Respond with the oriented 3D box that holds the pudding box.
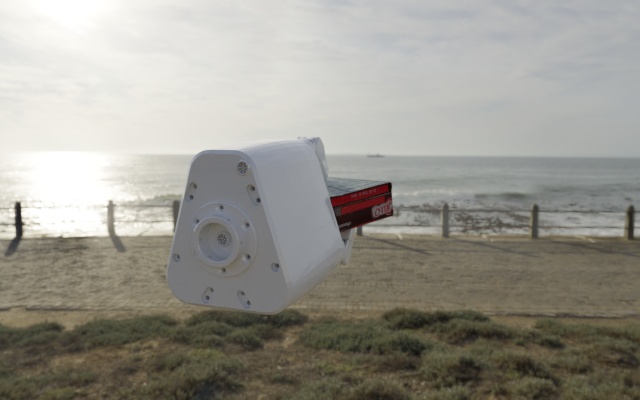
[{"bbox_3d":[0.000,0.001,0.464,0.090,0.039,0.113,-13,16,-42],"label":"pudding box"}]
